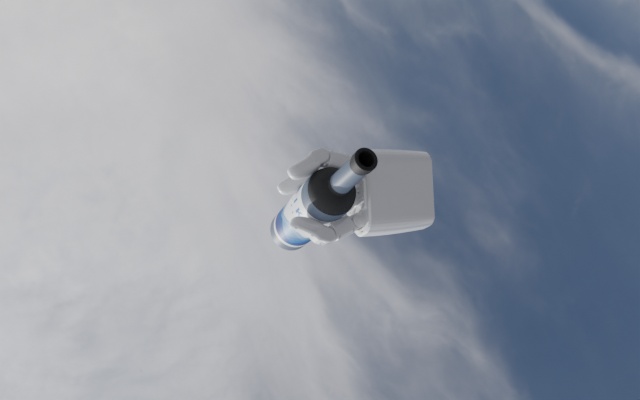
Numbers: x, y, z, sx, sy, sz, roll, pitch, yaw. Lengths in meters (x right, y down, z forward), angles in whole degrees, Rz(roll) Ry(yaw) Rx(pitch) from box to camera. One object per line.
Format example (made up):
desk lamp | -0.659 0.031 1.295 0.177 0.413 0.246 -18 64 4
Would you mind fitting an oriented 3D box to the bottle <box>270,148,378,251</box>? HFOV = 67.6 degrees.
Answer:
bottle | 0.000 0.002 0.641 0.069 0.069 0.296 0 -18 -21
